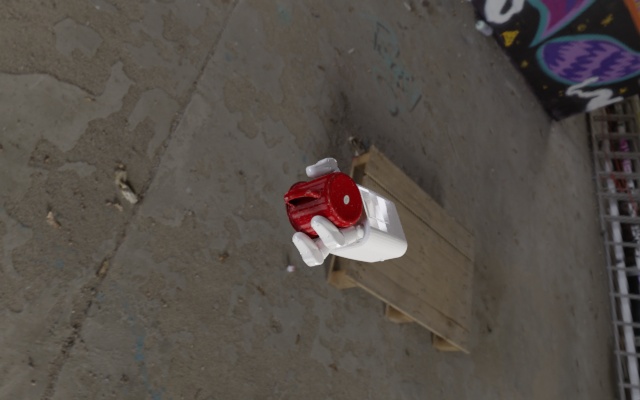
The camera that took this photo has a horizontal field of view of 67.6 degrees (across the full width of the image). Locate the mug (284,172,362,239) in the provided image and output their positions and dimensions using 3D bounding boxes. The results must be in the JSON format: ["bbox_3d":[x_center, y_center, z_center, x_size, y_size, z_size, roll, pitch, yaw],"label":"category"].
[{"bbox_3d":[-0.001,0.002,0.709,0.081,0.093,0.117,-18,-28,41],"label":"mug"}]
